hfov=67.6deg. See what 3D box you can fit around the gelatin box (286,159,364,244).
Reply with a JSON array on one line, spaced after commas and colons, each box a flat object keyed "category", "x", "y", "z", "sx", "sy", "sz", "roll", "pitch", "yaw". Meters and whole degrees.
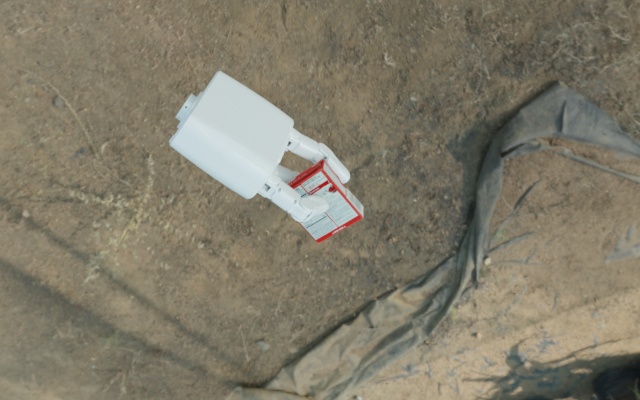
[{"category": "gelatin box", "x": 0.000, "y": 0.002, "z": 0.602, "sx": 0.073, "sy": 0.089, "sz": 0.030, "roll": -32, "pitch": 23, "yaw": 23}]
